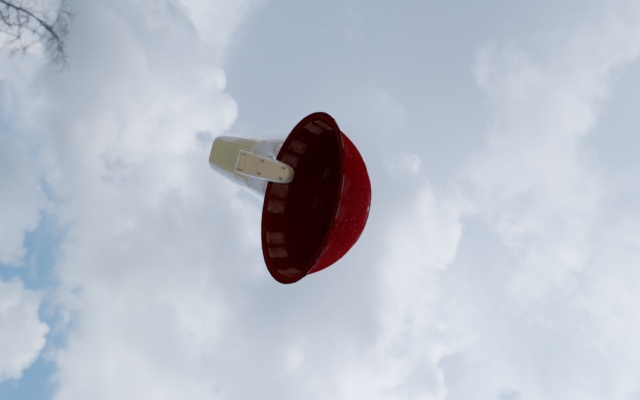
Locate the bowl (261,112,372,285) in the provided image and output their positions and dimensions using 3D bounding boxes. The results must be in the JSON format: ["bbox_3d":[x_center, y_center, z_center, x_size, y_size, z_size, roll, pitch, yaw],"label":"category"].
[{"bbox_3d":[0.001,0.002,0.451,0.055,0.162,0.162,14,-6,-27],"label":"bowl"}]
